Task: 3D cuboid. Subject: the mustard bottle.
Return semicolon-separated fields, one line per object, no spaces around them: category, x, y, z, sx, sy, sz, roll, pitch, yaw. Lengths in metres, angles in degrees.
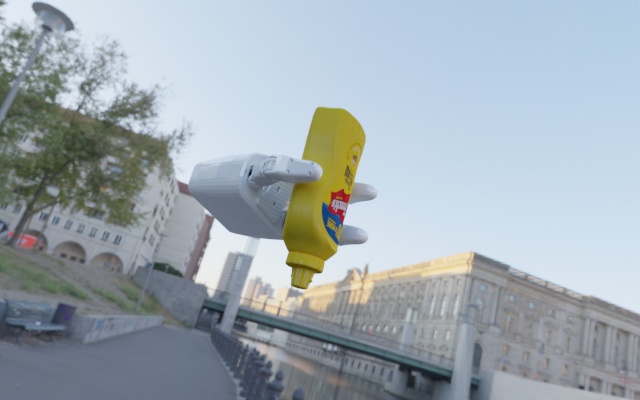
mustard bottle;0.000;0.001;0.521;0.058;0.191;0.096;9;-18;19
